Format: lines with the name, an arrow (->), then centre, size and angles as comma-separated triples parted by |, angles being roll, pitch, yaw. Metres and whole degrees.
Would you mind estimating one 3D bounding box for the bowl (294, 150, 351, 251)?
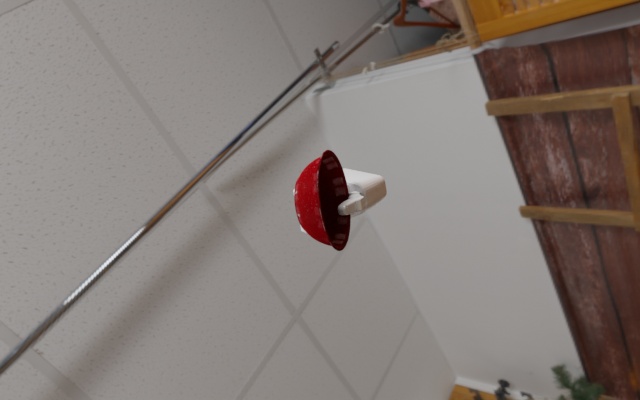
bowl -> -0.001, 0.002, 0.766 | 0.055, 0.162, 0.162 | -7, -2, 18
